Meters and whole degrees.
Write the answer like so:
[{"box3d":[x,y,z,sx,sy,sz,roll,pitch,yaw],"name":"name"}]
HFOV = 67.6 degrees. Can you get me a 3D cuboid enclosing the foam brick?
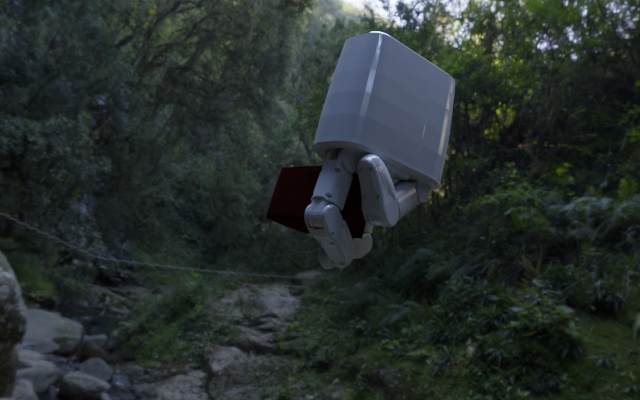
[{"box3d":[0.000,0.001,0.437,0.078,0.051,0.053,2,-18,42],"name":"foam brick"}]
